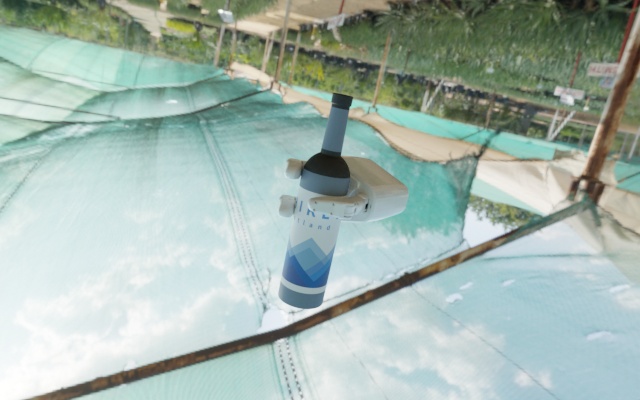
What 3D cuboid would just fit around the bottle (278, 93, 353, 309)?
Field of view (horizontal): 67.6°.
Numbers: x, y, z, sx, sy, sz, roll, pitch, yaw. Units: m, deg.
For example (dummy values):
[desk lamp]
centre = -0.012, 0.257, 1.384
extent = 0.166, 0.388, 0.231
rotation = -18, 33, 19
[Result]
[bottle]
centre = 0.000, 0.002, 0.656
extent = 0.069, 0.296, 0.069
rotation = 11, 14, -3
